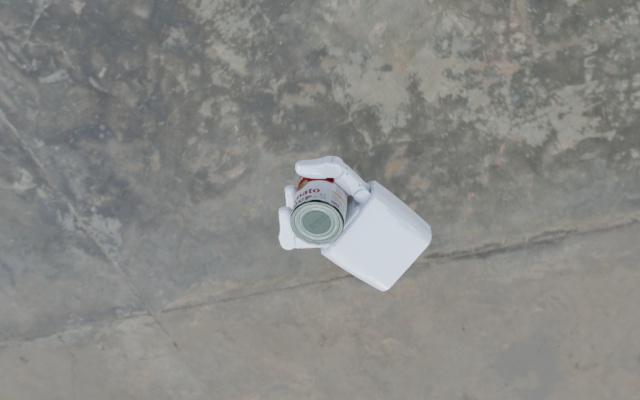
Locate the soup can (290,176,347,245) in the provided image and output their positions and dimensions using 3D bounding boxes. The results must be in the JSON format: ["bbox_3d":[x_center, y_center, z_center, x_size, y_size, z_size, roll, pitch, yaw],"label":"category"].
[{"bbox_3d":[0.000,0.002,0.616,0.068,0.068,0.102,0,33,6],"label":"soup can"}]
